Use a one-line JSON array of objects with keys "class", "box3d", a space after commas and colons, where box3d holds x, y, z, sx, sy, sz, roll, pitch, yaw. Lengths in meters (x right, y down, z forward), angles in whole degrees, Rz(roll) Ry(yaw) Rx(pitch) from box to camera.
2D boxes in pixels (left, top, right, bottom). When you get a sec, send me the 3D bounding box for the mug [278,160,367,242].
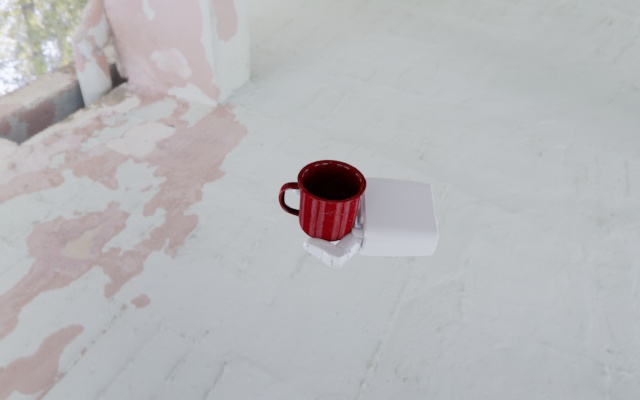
[{"class": "mug", "box3d": [-0.001, 0.002, 0.661, 0.117, 0.082, 0.093, 4, 41, -3]}]
